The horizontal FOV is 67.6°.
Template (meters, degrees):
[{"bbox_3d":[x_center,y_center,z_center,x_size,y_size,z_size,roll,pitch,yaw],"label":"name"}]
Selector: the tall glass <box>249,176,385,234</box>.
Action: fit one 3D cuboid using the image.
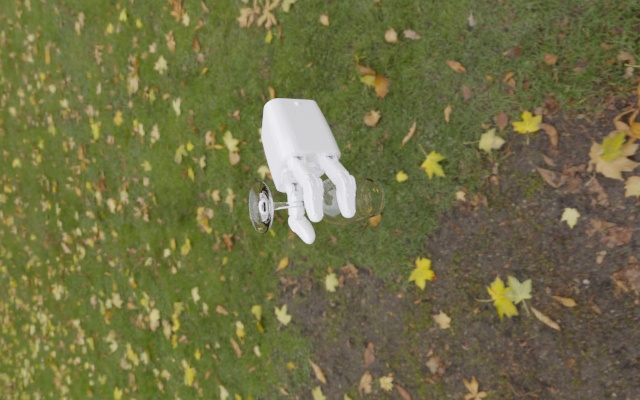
[{"bbox_3d":[0.000,0.003,0.715,0.201,0.079,0.079,-4,2,-32],"label":"tall glass"}]
